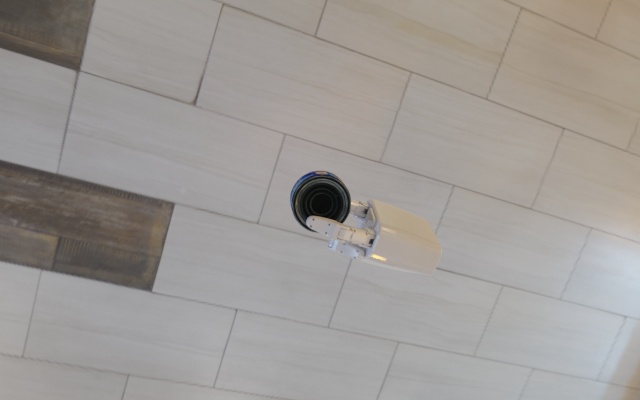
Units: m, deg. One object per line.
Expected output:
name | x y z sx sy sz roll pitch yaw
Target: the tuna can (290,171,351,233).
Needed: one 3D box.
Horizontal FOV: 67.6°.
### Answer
tuna can | 0.000 0.002 0.679 0.086 0.086 0.033 0 13 -6
